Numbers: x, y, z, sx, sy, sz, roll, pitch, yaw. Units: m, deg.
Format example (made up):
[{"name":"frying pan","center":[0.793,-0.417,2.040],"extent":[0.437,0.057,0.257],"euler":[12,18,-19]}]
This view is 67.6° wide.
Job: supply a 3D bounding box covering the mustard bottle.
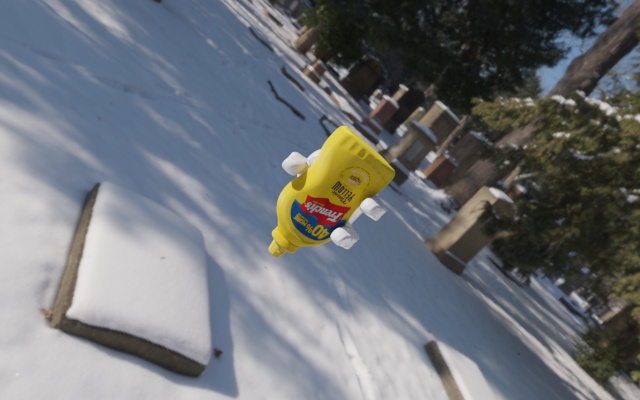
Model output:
[{"name":"mustard bottle","center":[0.000,0.002,0.624],"extent":[0.096,0.191,0.058],"euler":[37,13,-30]}]
